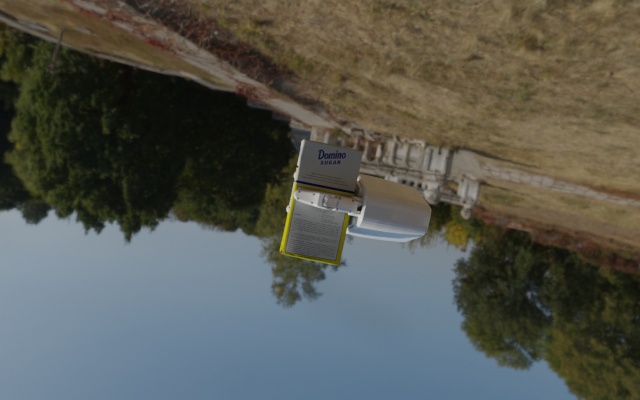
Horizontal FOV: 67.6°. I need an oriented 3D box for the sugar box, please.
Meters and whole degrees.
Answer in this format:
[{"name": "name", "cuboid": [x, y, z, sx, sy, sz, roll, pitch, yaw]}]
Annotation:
[{"name": "sugar box", "cuboid": [0.000, 0.002, 0.725, 0.093, 0.176, 0.048, 12, 2, -7]}]
